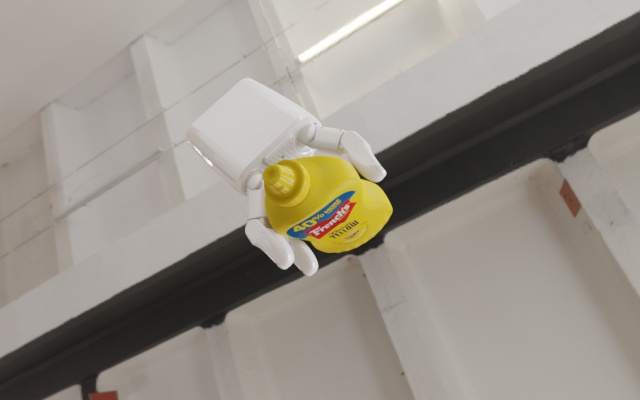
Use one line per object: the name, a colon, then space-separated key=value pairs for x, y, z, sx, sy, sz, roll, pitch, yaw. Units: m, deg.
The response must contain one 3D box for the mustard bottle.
mustard bottle: x=0.000 y=0.002 z=0.474 sx=0.096 sy=0.058 sz=0.192 roll=-32 pitch=-26 yaw=15
